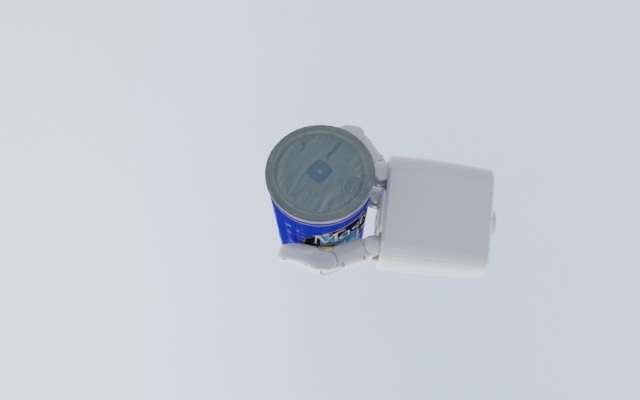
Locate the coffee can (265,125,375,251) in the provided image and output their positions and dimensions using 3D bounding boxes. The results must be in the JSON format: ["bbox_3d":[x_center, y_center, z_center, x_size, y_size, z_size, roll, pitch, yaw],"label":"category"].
[{"bbox_3d":[0.000,0.002,0.505,0.103,0.102,0.140,0,-25,0],"label":"coffee can"}]
